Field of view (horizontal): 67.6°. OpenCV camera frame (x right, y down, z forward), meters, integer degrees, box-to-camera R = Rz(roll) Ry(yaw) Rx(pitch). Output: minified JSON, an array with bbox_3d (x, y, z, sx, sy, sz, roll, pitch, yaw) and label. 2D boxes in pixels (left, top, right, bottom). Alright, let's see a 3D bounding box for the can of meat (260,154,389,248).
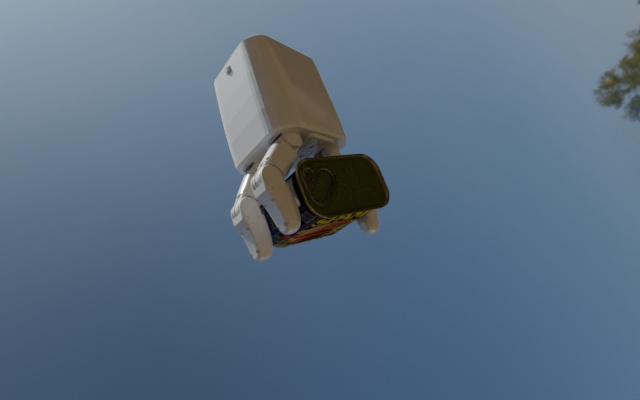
[{"bbox_3d":[0.000,0.002,0.459,0.102,0.057,0.084,-10,-18,-41],"label":"can of meat"}]
